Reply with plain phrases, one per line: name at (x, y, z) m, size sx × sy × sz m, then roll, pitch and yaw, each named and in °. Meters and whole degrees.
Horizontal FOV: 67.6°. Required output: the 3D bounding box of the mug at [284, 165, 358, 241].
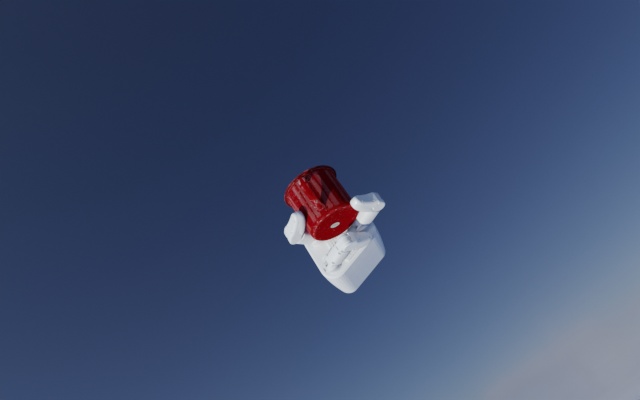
mug at (0.000, 0.002, 0.718) m, size 0.093 × 0.081 × 0.117 m, roll -36°, pitch -31°, yaw 2°
